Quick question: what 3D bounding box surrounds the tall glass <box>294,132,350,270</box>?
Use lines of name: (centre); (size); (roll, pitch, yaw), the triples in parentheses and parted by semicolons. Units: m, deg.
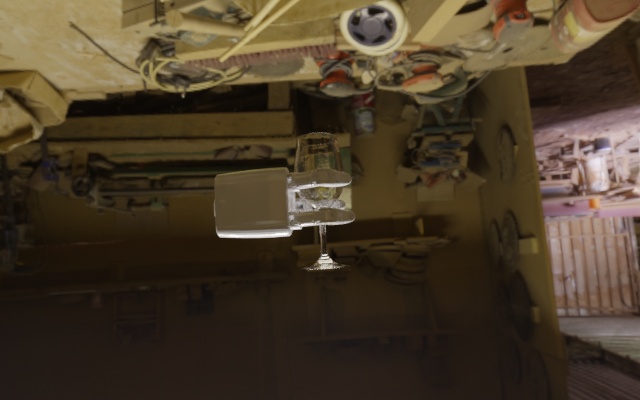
tall glass: (0.000, 0.003, 0.720); (0.079, 0.201, 0.079); (-3, -8, 0)
